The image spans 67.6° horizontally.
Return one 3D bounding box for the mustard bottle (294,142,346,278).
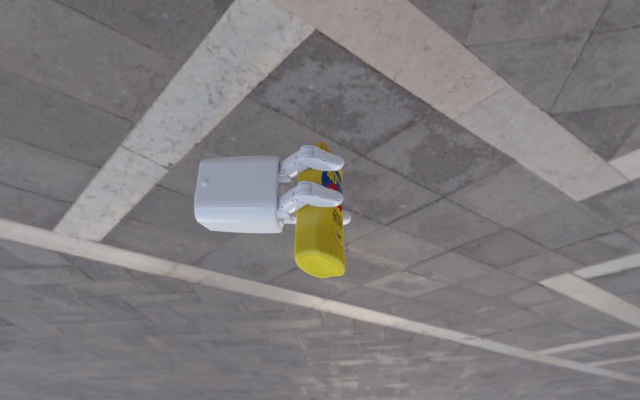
[{"bbox_3d":[0.000,0.002,0.655,0.058,0.191,0.096,-12,-31,21],"label":"mustard bottle"}]
